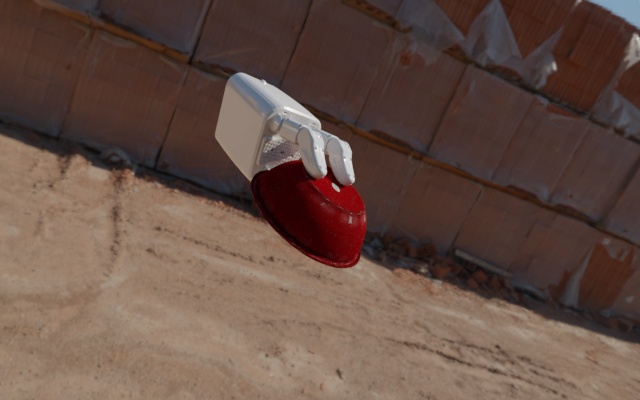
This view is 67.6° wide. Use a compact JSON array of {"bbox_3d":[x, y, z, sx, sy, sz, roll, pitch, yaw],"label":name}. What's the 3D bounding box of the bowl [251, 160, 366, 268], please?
[{"bbox_3d":[0.001,0.002,0.562,0.055,0.162,0.162,-49,-24,22],"label":"bowl"}]
